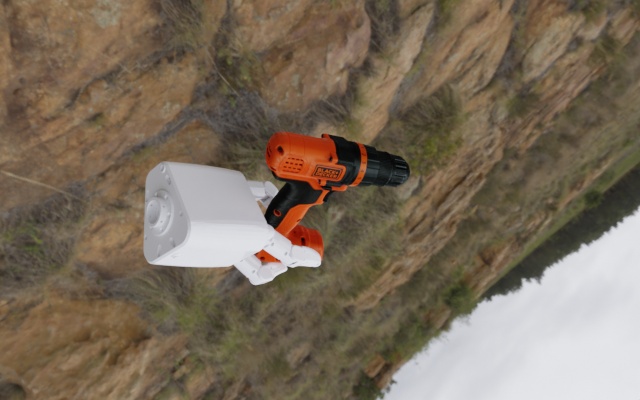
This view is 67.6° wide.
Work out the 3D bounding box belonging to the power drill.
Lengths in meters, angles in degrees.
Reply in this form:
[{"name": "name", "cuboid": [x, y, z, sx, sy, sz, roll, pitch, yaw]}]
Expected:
[{"name": "power drill", "cuboid": [0.000, 0.002, 0.601, 0.184, 0.188, 0.057, 9, 40, -24]}]
